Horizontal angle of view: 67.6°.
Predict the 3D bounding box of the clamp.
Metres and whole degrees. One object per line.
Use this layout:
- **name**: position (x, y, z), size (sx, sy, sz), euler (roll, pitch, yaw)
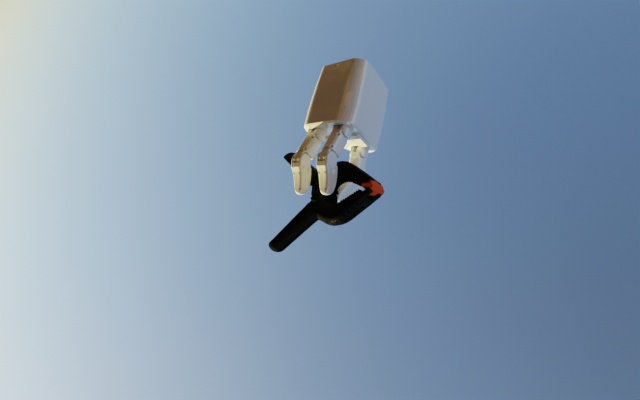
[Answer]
- **clamp**: position (0.001, 0.002, 0.702), size (0.036, 0.164, 0.210), euler (21, -14, -42)
